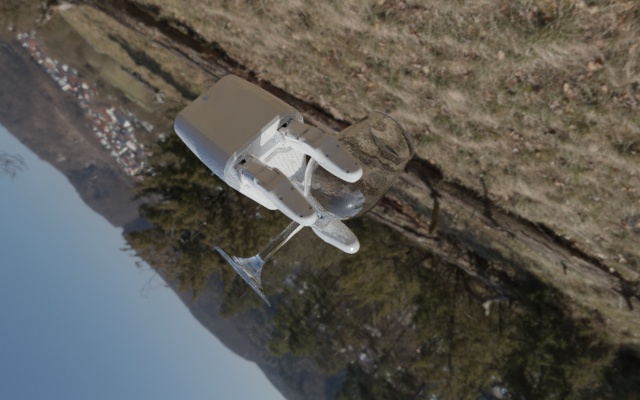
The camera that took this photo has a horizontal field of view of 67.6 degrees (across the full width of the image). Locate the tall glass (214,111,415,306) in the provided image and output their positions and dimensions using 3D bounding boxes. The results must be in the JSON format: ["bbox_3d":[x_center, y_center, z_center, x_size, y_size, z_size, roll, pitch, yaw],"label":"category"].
[{"bbox_3d":[0.000,0.002,0.451,0.201,0.079,0.079,-43,12,-14],"label":"tall glass"}]
